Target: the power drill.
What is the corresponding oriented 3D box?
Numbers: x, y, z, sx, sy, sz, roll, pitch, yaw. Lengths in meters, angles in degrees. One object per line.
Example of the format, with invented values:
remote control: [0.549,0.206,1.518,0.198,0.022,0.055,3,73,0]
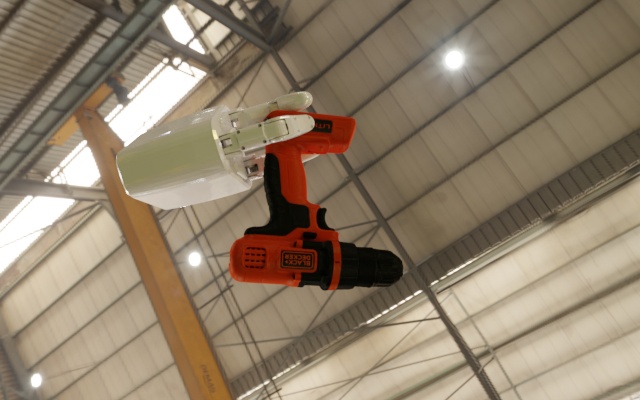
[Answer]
power drill: [0.000,0.001,0.515,0.184,0.187,0.057,5,-17,-12]
